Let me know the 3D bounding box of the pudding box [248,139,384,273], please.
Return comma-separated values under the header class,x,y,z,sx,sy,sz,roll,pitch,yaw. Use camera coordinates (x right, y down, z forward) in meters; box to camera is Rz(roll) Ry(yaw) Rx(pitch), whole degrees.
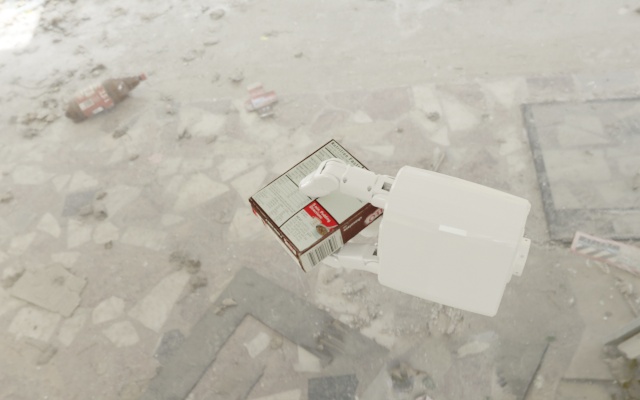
class,x,y,z,sx,sy,sz,roll,pitch,yaw
pudding box,0.000,0.001,0.472,0.113,0.090,0.039,-35,-33,-16
